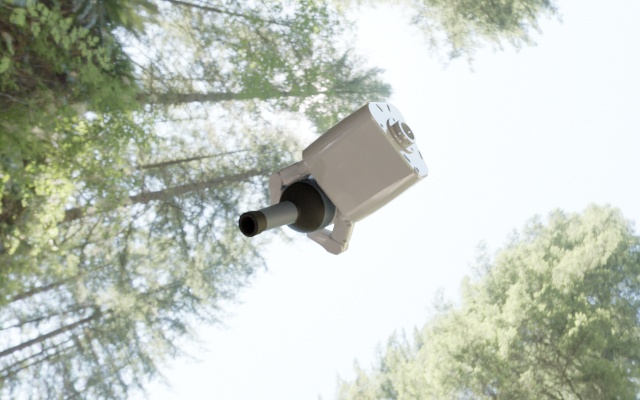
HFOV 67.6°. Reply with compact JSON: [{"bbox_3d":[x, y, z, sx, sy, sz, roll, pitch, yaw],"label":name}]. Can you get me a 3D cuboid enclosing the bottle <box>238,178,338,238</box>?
[{"bbox_3d":[0.000,0.002,0.624,0.069,0.069,0.295,0,9,32],"label":"bottle"}]
